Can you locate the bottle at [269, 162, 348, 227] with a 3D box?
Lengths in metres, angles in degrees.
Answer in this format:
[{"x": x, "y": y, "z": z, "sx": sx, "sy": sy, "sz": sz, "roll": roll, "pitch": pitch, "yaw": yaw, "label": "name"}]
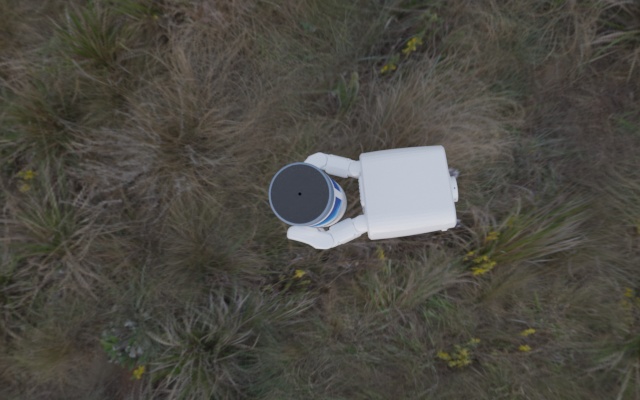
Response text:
[{"x": 0.000, "y": 0.002, "z": 0.637, "sx": 0.069, "sy": 0.069, "sz": 0.296, "roll": 0, "pitch": -3, "yaw": 8, "label": "bottle"}]
